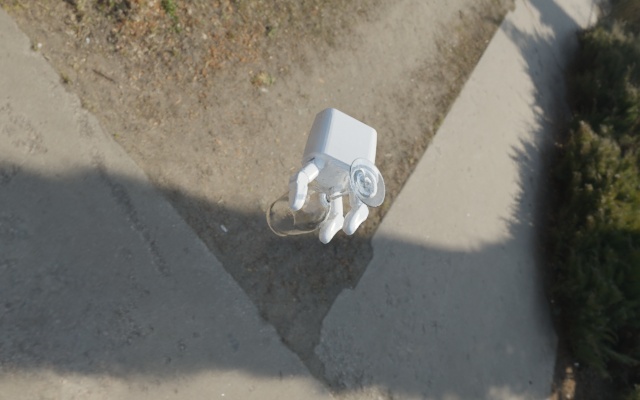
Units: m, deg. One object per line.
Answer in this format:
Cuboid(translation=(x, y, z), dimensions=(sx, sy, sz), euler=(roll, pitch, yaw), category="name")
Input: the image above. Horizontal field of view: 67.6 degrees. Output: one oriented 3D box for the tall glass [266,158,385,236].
Cuboid(translation=(0.001, 0.002, 0.743), dimensions=(0.079, 0.079, 0.201), euler=(0, -17, -45), category="tall glass")
